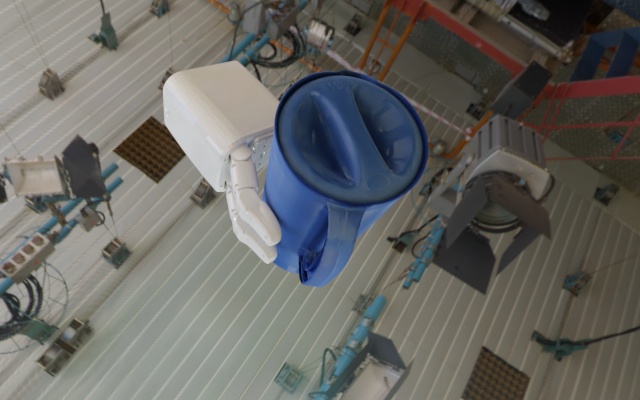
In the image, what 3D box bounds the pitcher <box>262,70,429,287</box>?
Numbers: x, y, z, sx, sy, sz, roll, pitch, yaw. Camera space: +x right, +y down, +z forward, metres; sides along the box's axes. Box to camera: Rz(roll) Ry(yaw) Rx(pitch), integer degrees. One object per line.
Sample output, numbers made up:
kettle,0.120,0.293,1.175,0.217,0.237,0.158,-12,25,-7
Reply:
pitcher,0.000,0.001,0.490,0.149,0.145,0.243,-35,-13,-26
